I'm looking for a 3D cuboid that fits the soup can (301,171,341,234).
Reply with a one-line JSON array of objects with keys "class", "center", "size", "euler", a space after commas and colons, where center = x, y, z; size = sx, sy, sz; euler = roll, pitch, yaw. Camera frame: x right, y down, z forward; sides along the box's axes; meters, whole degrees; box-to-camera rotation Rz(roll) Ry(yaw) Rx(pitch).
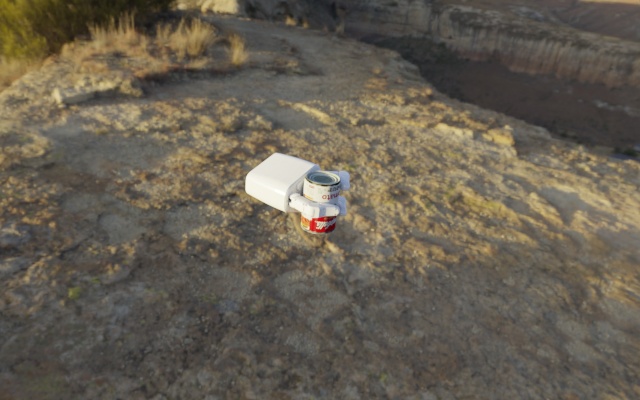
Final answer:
[{"class": "soup can", "center": [0.000, 0.003, 0.899], "size": [0.068, 0.102, 0.068], "euler": [5, 25, -2]}]
